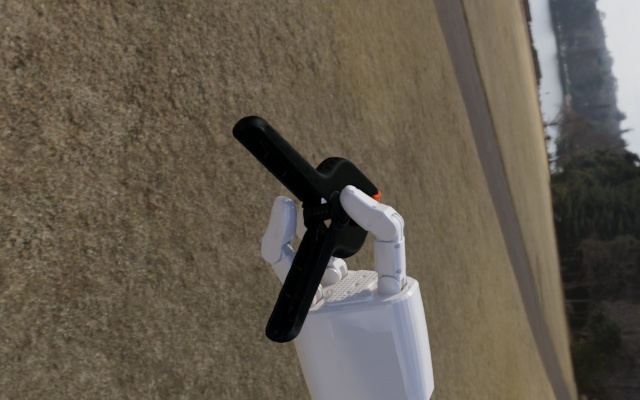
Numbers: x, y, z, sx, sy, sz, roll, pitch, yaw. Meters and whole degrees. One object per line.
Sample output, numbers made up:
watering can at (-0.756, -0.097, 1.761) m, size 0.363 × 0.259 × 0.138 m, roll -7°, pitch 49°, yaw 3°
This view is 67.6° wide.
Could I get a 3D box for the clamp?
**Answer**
clamp at (0.001, 0.001, 0.416) m, size 0.036 × 0.164 × 0.210 m, roll -5°, pitch 12°, yaw 29°
